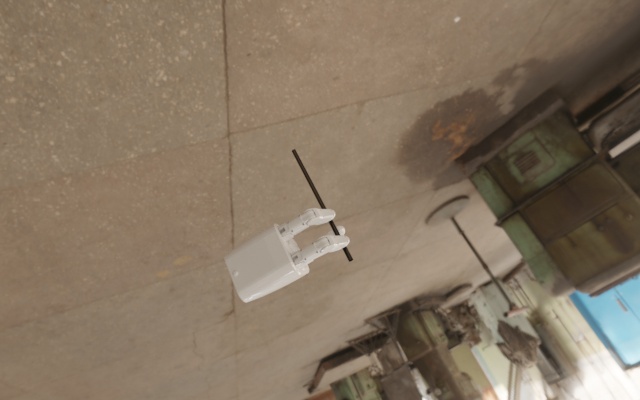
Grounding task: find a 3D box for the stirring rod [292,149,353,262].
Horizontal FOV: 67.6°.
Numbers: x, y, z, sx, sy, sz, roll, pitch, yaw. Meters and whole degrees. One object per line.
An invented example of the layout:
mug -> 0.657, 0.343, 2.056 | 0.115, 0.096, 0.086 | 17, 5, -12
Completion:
stirring rod -> 0.000, 0.003, 0.836 | 0.011, 0.239, 0.011 | -22, -27, -12
